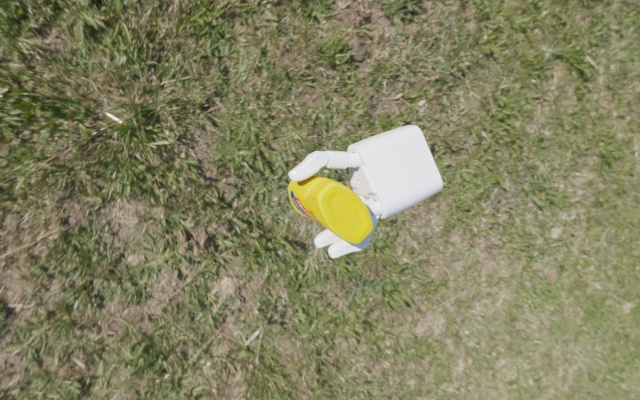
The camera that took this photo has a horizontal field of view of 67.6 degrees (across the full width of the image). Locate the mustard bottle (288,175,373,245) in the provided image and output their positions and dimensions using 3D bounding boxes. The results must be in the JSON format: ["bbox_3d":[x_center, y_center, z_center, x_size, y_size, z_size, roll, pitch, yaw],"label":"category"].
[{"bbox_3d":[0.000,0.003,0.701,0.096,0.058,0.191,47,-9,-22],"label":"mustard bottle"}]
